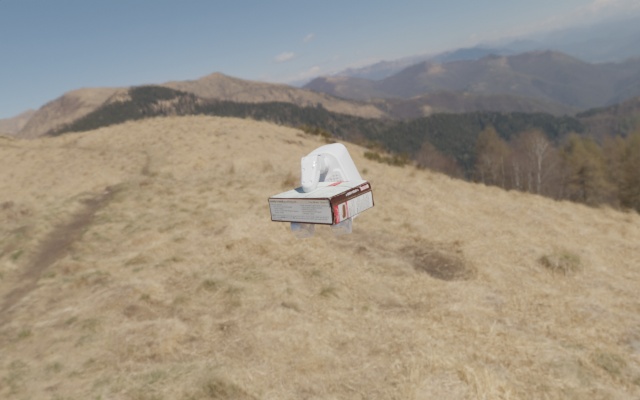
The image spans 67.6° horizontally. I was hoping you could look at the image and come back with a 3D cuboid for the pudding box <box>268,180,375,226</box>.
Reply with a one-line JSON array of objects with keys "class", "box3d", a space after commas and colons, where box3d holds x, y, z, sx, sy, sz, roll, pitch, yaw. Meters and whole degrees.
[{"class": "pudding box", "box3d": [0.000, 0.002, 0.636, 0.113, 0.039, 0.090, -1, 15, 42]}]
